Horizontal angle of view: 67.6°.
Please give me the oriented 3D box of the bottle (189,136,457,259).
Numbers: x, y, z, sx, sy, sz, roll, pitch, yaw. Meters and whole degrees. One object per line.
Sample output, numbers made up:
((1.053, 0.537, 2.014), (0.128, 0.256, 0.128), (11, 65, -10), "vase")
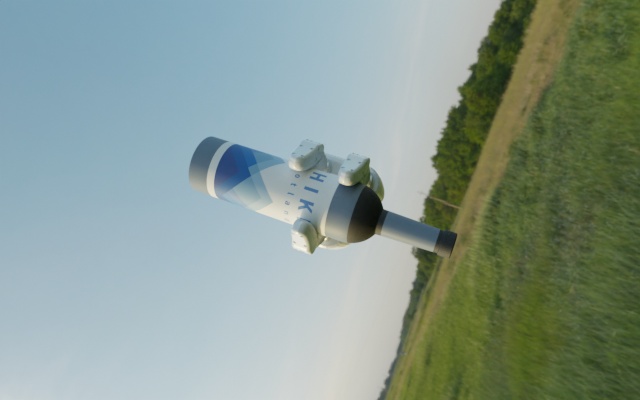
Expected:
((0.000, 0.002, 0.522), (0.295, 0.069, 0.069), (18, 5, 14), "bottle")
